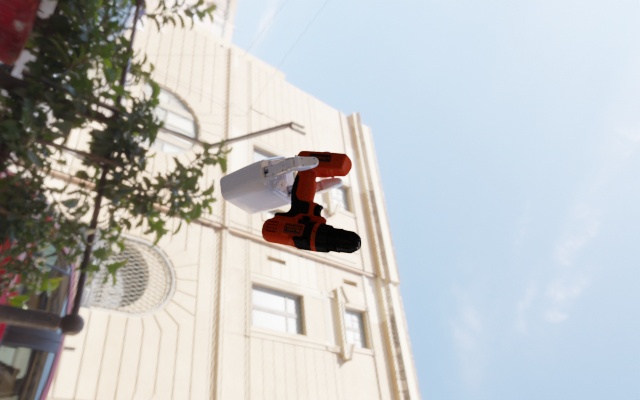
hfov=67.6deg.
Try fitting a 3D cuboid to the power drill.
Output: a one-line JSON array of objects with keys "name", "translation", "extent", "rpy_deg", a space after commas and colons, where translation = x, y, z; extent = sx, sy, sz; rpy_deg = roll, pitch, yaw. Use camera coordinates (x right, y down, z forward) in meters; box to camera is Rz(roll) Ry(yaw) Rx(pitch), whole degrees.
[{"name": "power drill", "translation": [0.000, 0.002, 0.860], "extent": [0.184, 0.187, 0.057], "rpy_deg": [7, -26, 19]}]
